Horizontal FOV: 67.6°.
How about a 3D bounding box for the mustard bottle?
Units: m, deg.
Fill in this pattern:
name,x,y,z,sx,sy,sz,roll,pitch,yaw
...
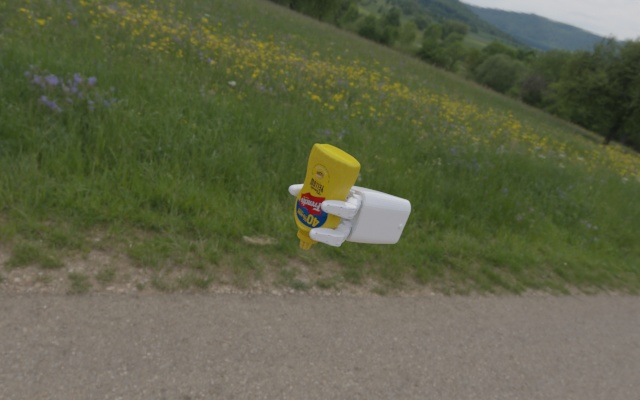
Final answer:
name,x,y,z,sx,sy,sz,roll,pitch,yaw
mustard bottle,0.000,0.003,0.849,0.058,0.192,0.096,-6,32,-47
